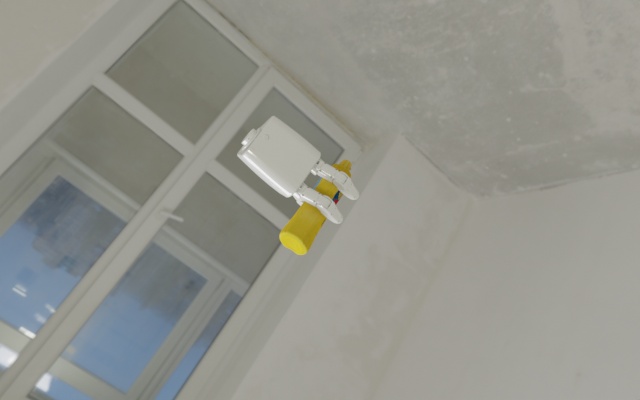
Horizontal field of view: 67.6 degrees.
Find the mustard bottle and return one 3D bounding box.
[{"bbox_3d":[0.000,0.003,0.858,0.058,0.191,0.096,31,-20,7],"label":"mustard bottle"}]
